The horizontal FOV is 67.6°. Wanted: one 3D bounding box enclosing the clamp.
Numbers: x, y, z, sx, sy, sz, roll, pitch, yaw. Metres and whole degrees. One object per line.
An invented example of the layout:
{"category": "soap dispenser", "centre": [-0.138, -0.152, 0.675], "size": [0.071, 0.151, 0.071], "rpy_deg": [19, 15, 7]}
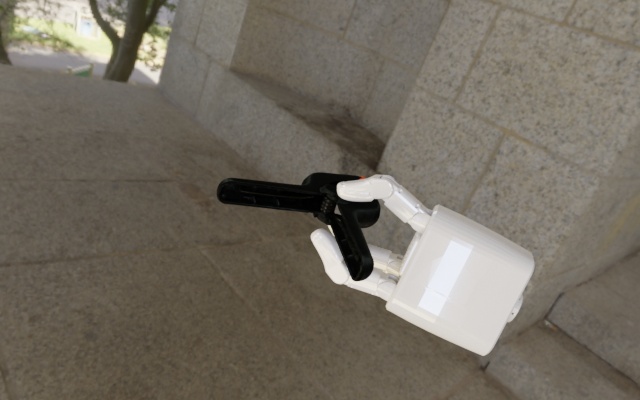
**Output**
{"category": "clamp", "centre": [0.001, 0.001, 0.508], "size": [0.164, 0.036, 0.210], "rpy_deg": [27, 22, 10]}
